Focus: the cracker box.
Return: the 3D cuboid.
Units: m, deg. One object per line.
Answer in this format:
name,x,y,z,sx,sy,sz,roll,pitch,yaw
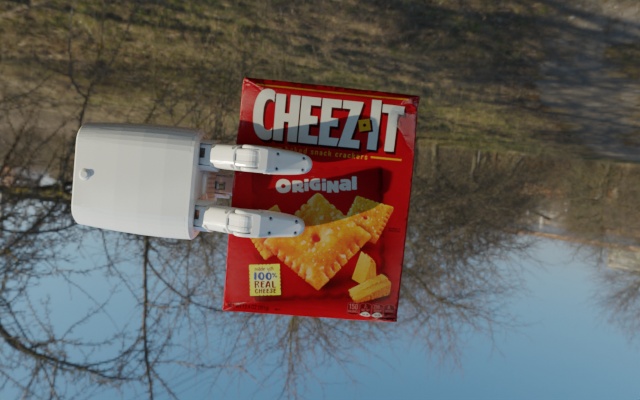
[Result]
cracker box,0.000,0.002,0.458,0.164,0.214,0.072,5,3,-2
